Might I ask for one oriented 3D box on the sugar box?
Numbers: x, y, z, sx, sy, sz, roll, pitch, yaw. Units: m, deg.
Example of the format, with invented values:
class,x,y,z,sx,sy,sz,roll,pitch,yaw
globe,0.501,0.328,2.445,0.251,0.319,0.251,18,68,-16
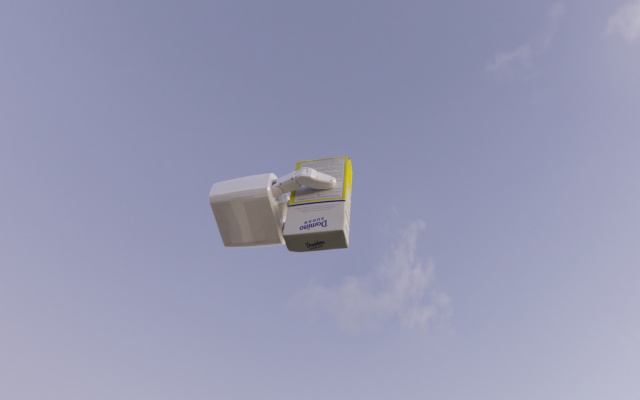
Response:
class,x,y,z,sx,sy,sz,roll,pitch,yaw
sugar box,0.000,0.003,0.752,0.093,0.048,0.176,-5,43,12
